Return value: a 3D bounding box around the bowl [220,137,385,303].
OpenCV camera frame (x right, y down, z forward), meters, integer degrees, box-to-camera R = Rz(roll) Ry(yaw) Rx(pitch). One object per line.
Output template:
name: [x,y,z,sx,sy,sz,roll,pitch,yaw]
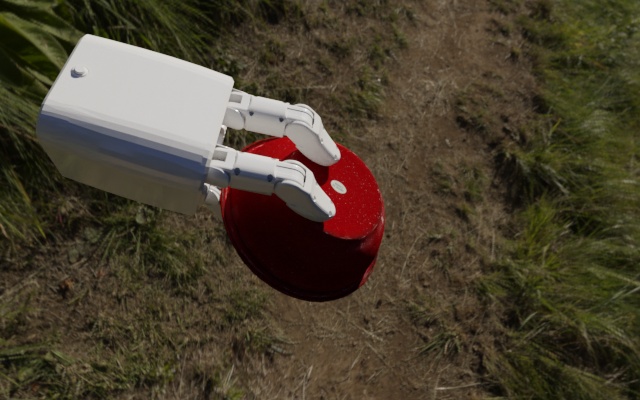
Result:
bowl: [0.001,0.001,0.411,0.162,0.162,0.055,0,-26,-35]
